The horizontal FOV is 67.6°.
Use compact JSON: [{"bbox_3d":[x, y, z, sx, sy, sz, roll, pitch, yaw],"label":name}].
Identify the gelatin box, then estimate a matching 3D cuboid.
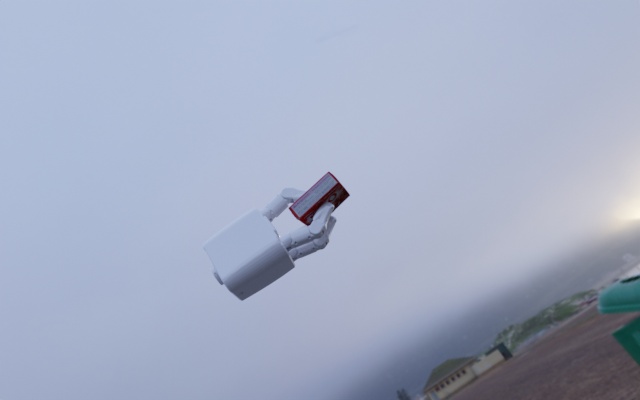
[{"bbox_3d":[0.000,0.002,0.771,0.030,0.089,0.073,48,2,24],"label":"gelatin box"}]
